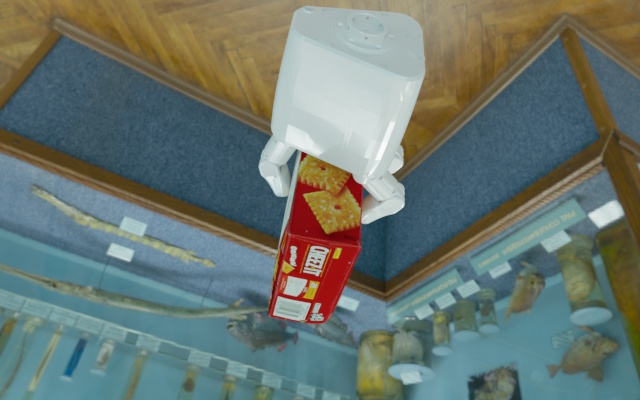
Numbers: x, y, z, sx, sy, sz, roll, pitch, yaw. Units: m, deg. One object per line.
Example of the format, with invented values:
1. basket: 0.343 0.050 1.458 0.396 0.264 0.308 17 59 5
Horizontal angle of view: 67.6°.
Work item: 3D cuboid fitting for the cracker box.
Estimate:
1. cracker box: 0.000 0.002 0.519 0.072 0.213 0.164 11 -40 -4
